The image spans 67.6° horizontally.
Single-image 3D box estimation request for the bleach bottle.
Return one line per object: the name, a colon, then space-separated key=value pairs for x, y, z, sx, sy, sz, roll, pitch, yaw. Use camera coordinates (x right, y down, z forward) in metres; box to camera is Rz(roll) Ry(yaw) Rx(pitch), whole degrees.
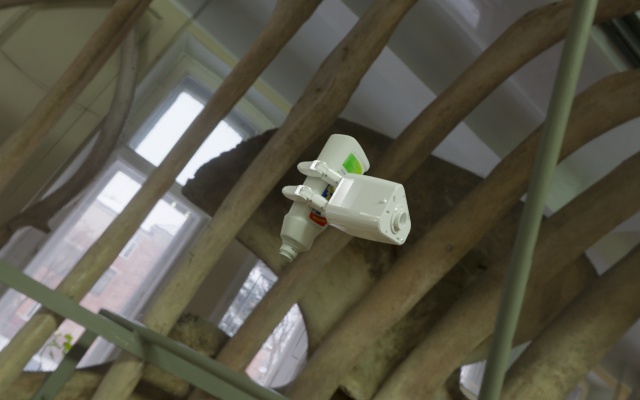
bleach bottle: x=0.000 y=0.003 z=0.873 sx=0.068 sy=0.250 sz=0.103 roll=13 pitch=-27 yaw=35
